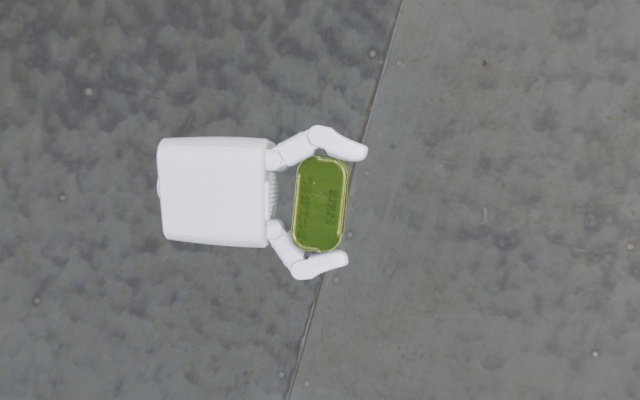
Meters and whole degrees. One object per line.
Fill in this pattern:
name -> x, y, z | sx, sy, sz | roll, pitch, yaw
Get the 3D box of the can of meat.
can of meat -> 0.000, 0.002, 0.510 | 0.057, 0.102, 0.084 | 5, 3, 2
